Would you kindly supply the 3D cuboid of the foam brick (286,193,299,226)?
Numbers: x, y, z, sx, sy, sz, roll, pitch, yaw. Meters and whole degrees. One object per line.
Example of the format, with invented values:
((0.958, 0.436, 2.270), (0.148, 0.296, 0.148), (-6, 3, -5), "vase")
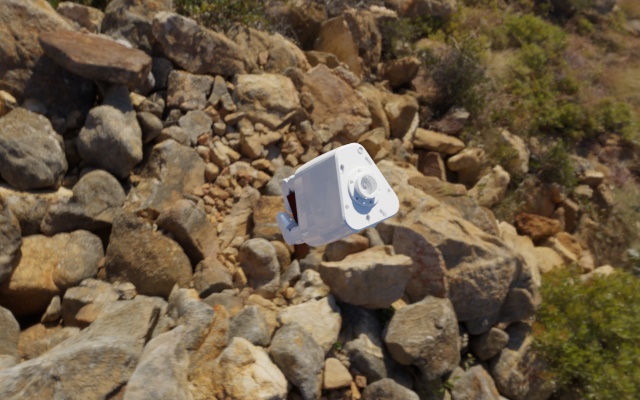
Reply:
((0.000, 0.002, 0.705), (0.078, 0.053, 0.051), (-21, 3, -34), "foam brick")
